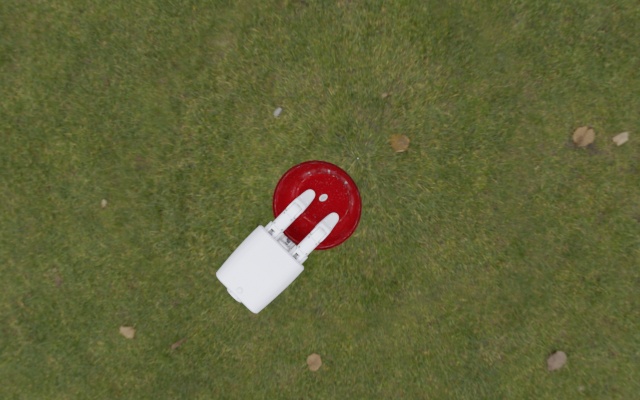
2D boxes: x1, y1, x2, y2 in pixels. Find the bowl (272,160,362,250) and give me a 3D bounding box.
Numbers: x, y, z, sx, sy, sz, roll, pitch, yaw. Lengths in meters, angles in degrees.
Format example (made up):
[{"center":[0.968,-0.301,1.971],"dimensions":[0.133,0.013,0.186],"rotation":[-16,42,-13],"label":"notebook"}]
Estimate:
[{"center":[0.001,0.001,0.819],"dimensions":[0.162,0.162,0.055],"rotation":[0,-11,-11],"label":"bowl"}]
